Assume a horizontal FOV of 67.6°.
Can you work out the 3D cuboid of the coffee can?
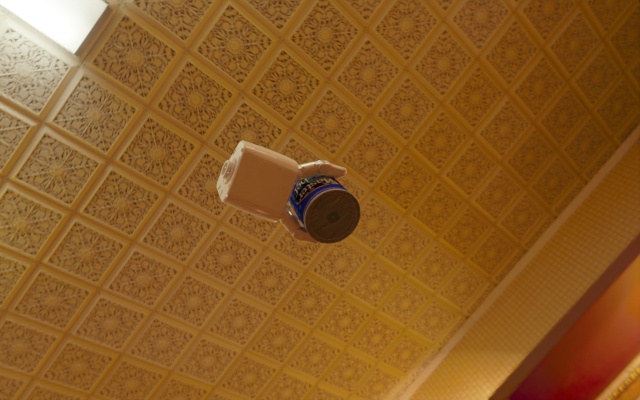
[{"bbox_3d":[0.000,0.003,0.884,0.103,0.103,0.140,0,22,-20],"label":"coffee can"}]
